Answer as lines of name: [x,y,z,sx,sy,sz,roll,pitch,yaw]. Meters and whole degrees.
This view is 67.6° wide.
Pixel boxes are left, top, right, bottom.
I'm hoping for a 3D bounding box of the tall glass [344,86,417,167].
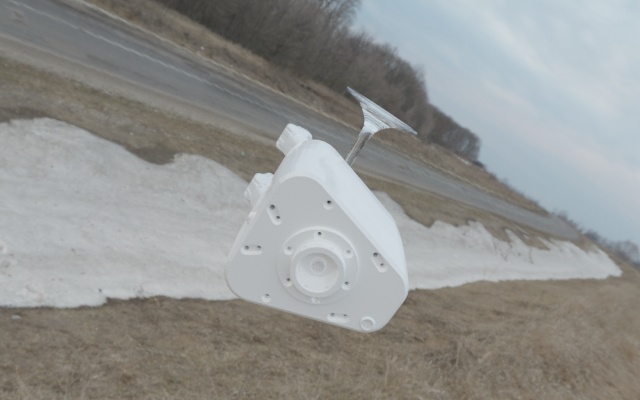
tall glass: [0.001,0.001,0.440,0.079,0.201,0.079,31,15,-9]
